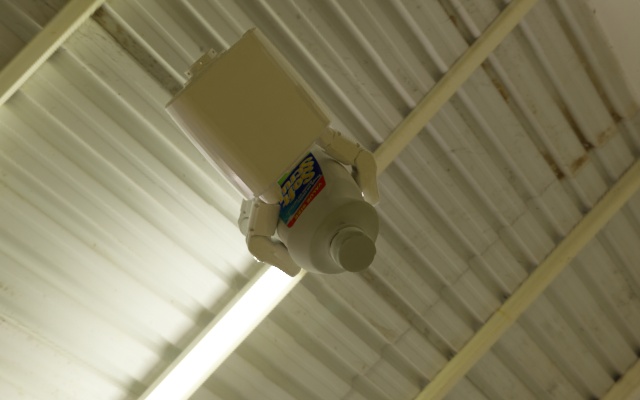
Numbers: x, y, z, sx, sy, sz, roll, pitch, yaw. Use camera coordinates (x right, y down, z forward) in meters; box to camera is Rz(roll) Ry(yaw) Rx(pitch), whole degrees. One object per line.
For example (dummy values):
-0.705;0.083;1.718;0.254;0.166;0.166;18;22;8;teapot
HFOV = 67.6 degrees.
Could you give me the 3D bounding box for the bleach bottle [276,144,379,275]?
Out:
0.000;0.002;0.456;0.102;0.068;0.250;-43;21;-1;bleach bottle
